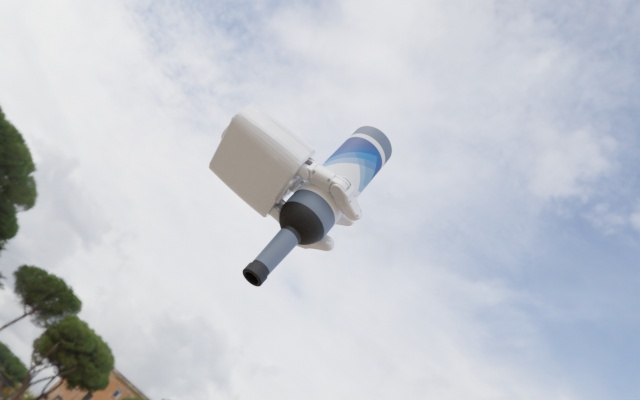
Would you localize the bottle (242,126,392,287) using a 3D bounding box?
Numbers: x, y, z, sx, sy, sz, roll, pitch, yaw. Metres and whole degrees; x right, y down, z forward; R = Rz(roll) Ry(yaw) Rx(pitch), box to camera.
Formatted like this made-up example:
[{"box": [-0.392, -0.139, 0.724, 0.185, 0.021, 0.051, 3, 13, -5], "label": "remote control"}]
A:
[{"box": [0.000, 0.002, 0.627, 0.069, 0.069, 0.295, 0, 36, 41], "label": "bottle"}]
